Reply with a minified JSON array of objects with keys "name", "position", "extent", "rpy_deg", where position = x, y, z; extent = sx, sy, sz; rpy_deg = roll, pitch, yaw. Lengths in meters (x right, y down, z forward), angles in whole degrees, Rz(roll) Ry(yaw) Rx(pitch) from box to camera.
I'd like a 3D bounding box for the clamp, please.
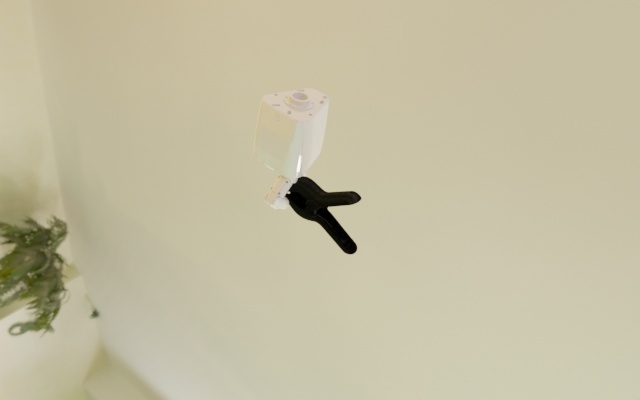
[{"name":"clamp","position":[0.000,0.002,0.775],"extent":[0.171,0.120,0.039],"rpy_deg":[34,43,23]}]
